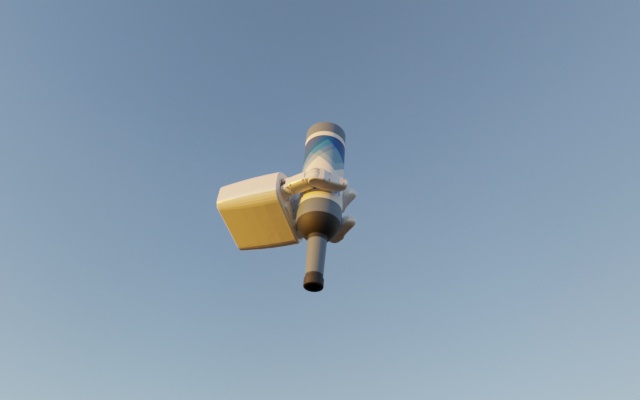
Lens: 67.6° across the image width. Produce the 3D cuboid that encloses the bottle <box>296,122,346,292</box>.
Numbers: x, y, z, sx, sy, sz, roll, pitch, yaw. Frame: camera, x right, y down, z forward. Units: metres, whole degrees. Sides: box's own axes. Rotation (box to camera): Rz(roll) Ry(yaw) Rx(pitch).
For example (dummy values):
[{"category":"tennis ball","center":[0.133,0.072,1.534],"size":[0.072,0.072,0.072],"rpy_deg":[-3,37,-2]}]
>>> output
[{"category":"bottle","center":[0.000,0.002,0.724],"size":[0.069,0.295,0.069],"rpy_deg":[3,-40,2]}]
